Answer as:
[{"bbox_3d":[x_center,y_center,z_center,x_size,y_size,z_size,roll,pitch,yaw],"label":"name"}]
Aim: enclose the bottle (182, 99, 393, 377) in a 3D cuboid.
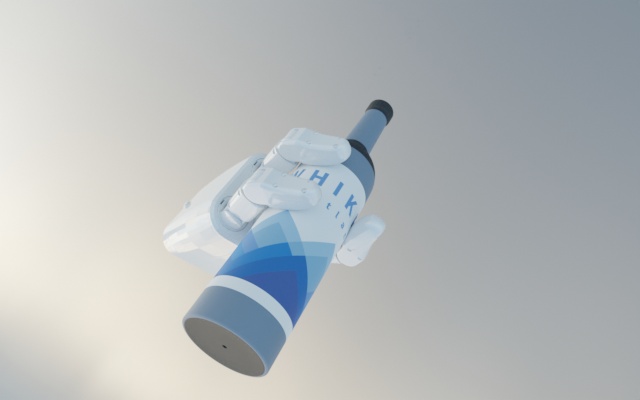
[{"bbox_3d":[0.000,0.001,0.404,0.069,0.069,0.295,0,40,34],"label":"bottle"}]
